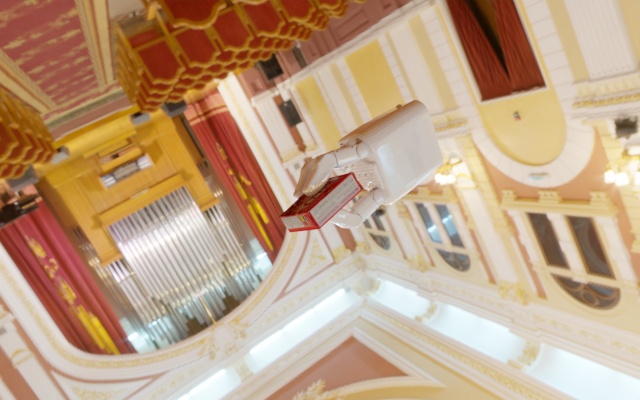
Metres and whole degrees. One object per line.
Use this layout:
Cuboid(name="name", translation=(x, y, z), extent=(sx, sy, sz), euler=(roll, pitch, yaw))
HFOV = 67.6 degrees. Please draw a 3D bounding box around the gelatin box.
Cuboid(name="gelatin box", translation=(0.000, 0.003, 0.610), extent=(0.089, 0.030, 0.073), euler=(-42, 17, -29))
